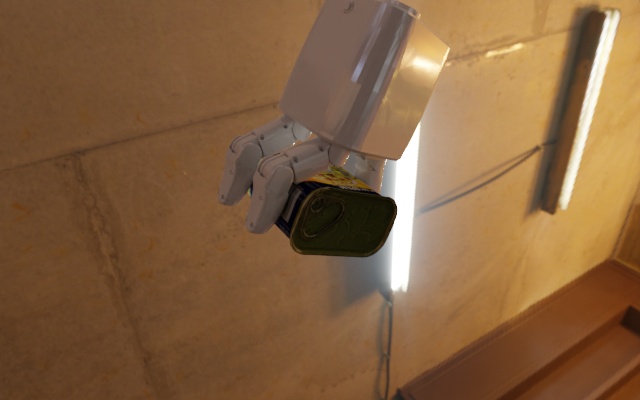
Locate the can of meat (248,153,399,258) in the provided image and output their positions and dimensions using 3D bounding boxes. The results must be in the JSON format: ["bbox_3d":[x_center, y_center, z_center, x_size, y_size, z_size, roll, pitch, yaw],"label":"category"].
[{"bbox_3d":[0.000,0.001,0.406,0.102,0.057,0.084,8,22,-40],"label":"can of meat"}]
